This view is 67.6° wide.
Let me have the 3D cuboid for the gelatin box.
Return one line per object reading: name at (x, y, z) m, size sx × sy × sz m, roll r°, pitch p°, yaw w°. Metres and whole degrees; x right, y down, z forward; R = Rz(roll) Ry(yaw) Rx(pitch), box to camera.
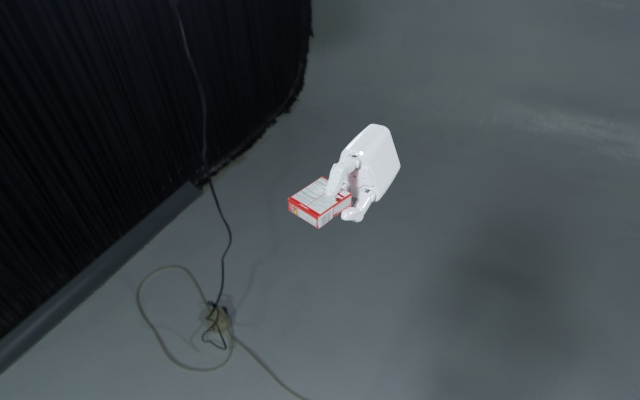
gelatin box at (0.000, 0.003, 0.825) m, size 0.073 × 0.030 × 0.089 m, roll 31°, pitch 48°, yaw 32°
